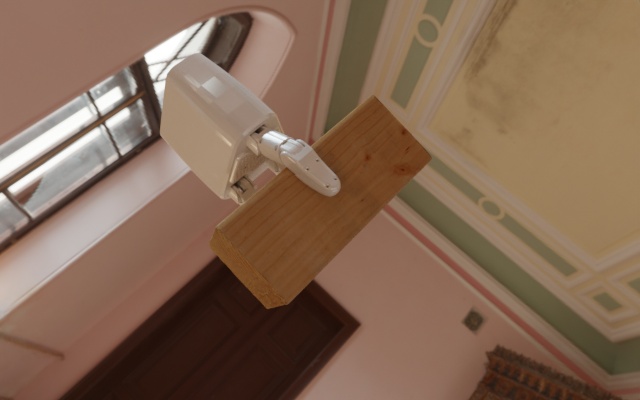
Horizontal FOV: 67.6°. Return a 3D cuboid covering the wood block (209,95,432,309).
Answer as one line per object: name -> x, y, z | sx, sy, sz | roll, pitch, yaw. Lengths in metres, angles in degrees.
wood block -> 0.000, 0.001, 0.474 | 0.206, 0.090, 0.091 | -43, 0, -23
